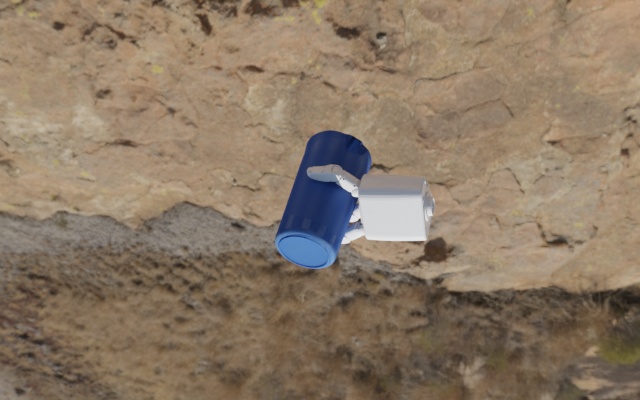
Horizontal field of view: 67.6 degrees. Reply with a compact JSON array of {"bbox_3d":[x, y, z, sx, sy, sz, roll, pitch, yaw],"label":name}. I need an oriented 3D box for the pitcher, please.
[{"bbox_3d":[0.000,0.003,0.875,0.145,0.242,0.149,2,-41,22],"label":"pitcher"}]
